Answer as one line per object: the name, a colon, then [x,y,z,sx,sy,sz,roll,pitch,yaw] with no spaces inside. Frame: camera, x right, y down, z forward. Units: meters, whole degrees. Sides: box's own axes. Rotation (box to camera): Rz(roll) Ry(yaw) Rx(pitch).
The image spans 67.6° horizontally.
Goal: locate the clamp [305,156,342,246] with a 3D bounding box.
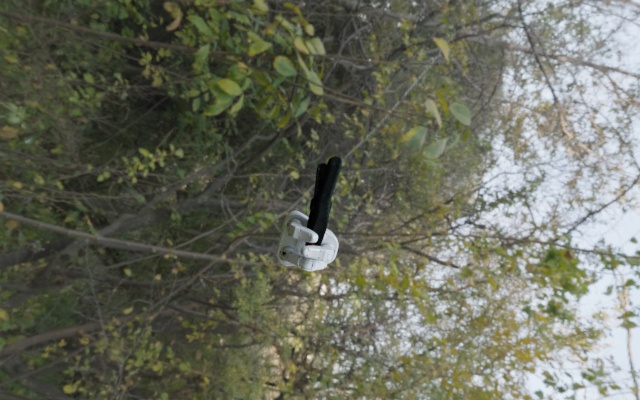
clamp: [0.001,0.003,0.864,0.039,0.171,0.120,15,4,-5]
